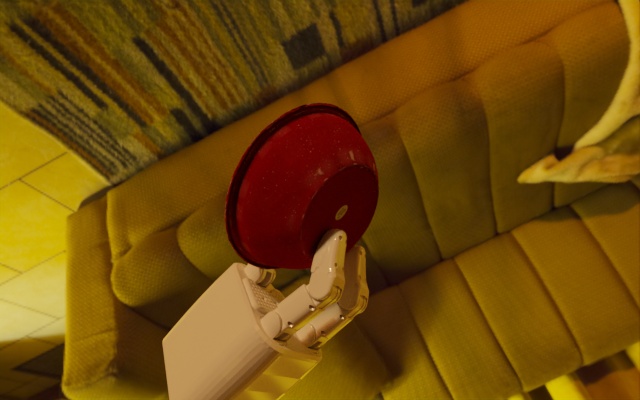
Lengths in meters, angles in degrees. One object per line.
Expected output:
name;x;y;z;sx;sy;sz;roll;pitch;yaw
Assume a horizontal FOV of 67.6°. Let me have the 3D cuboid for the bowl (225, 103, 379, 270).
bowl;0.001;0.000;0.414;0.162;0.162;0.055;0;24;-47
